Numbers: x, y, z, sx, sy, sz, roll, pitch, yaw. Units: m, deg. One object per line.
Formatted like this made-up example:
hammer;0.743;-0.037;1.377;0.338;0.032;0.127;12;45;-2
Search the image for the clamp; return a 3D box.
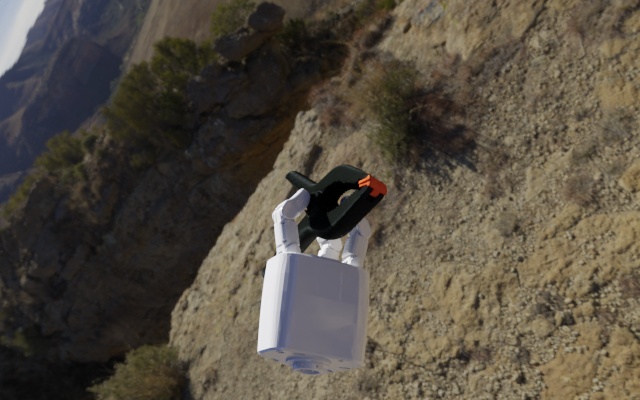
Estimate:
clamp;0.000;0.002;0.597;0.036;0.164;0.210;26;-37;-29
